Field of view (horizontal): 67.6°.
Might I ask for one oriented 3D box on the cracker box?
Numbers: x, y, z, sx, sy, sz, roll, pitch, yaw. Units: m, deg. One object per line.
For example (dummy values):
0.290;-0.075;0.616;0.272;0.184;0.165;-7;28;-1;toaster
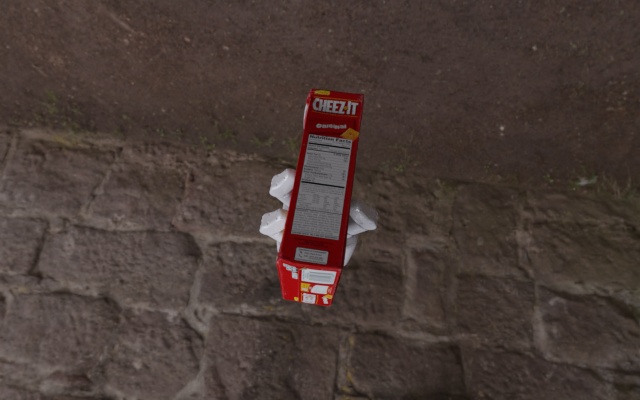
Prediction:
0.000;0.002;0.575;0.072;0.213;0.164;8;-24;1;cracker box
